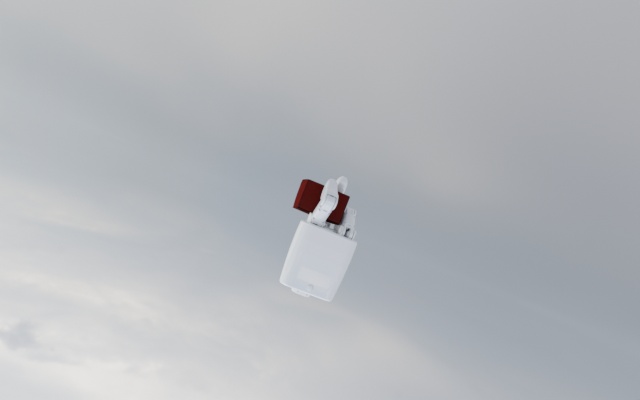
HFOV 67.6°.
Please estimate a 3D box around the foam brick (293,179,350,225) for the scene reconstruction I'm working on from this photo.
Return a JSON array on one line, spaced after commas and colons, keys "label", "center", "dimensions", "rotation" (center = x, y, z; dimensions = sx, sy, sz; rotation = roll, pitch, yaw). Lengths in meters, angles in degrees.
[{"label": "foam brick", "center": [0.000, 0.002, 0.789], "dimensions": [0.078, 0.051, 0.053], "rotation": [23, -4, -11]}]
